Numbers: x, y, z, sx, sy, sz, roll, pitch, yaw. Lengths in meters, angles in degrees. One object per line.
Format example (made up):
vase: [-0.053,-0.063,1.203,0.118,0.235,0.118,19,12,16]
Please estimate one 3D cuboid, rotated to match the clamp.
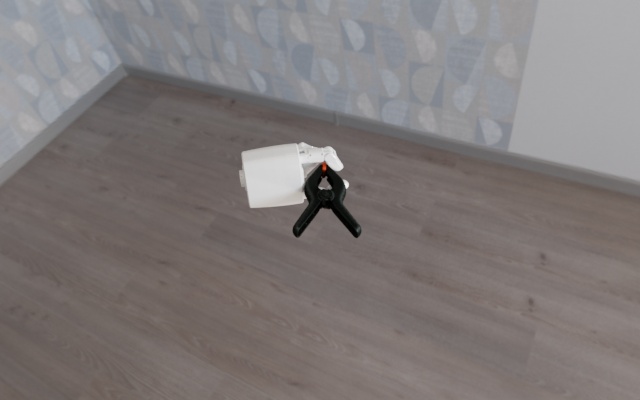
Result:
clamp: [0.000,0.002,0.879,0.120,0.171,0.039,-3,-41,-13]
